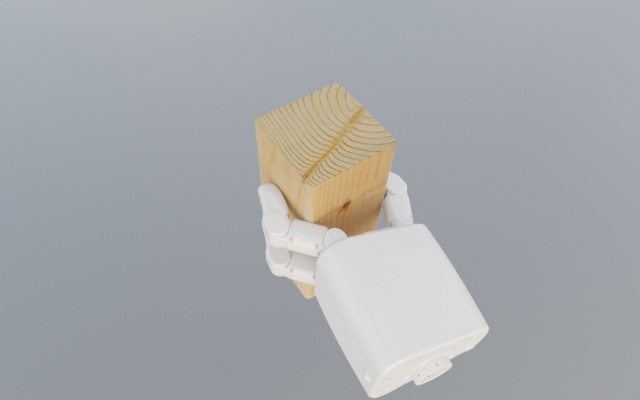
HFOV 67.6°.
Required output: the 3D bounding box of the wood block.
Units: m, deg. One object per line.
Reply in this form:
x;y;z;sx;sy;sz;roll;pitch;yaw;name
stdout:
0.001;0.002;0.480;0.091;0.090;0.206;-28;-30;-21;wood block
